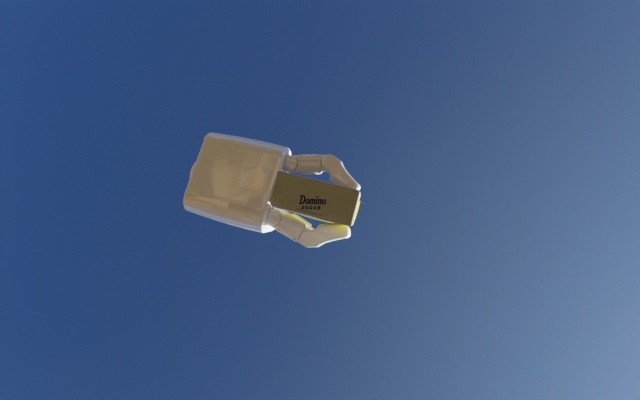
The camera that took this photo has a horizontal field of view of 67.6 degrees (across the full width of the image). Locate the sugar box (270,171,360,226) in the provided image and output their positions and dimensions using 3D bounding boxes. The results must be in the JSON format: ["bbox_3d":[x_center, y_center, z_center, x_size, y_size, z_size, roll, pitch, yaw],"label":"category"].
[{"bbox_3d":[0.000,0.002,0.586,0.093,0.048,0.176,14,1,6],"label":"sugar box"}]
